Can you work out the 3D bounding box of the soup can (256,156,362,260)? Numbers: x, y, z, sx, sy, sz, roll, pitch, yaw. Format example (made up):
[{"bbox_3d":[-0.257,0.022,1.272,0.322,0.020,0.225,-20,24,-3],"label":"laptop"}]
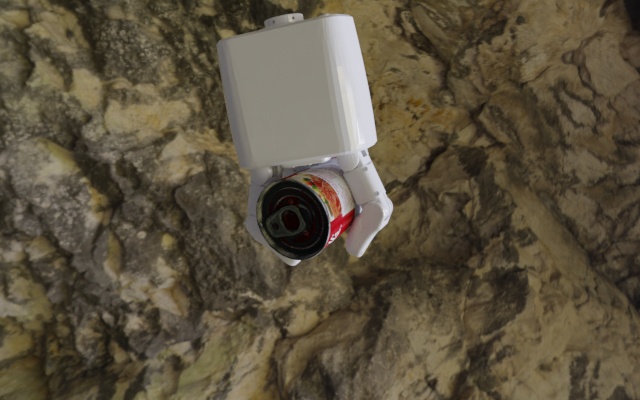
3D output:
[{"bbox_3d":[0.000,0.002,0.420,0.068,0.068,0.102,0,17,29],"label":"soup can"}]
